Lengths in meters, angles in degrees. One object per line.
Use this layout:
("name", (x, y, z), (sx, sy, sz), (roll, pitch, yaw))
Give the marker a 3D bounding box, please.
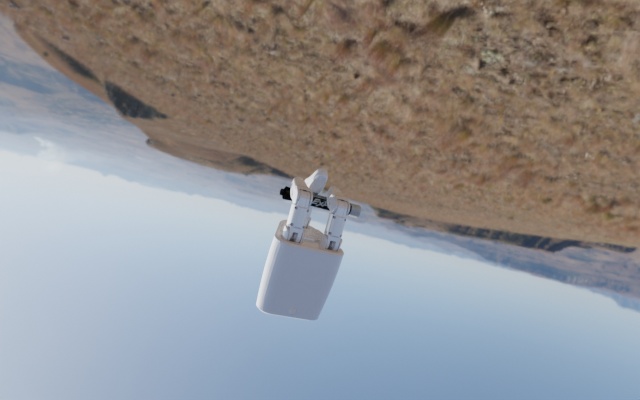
("marker", (0.000, 0.002, 0.680), (0.121, 0.020, 0.020), (14, -5, -19))
